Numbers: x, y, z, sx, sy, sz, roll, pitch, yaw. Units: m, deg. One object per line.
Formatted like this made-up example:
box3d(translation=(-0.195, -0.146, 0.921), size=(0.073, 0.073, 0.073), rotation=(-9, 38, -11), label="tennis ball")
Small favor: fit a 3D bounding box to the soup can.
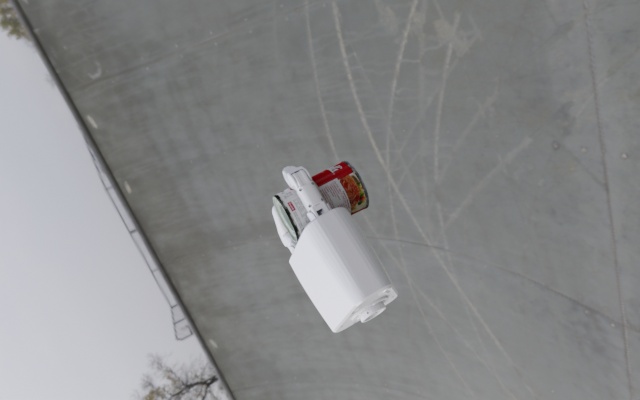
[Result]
box3d(translation=(0.000, 0.002, 0.598), size=(0.102, 0.068, 0.068), rotation=(-27, 7, -14), label="soup can")
